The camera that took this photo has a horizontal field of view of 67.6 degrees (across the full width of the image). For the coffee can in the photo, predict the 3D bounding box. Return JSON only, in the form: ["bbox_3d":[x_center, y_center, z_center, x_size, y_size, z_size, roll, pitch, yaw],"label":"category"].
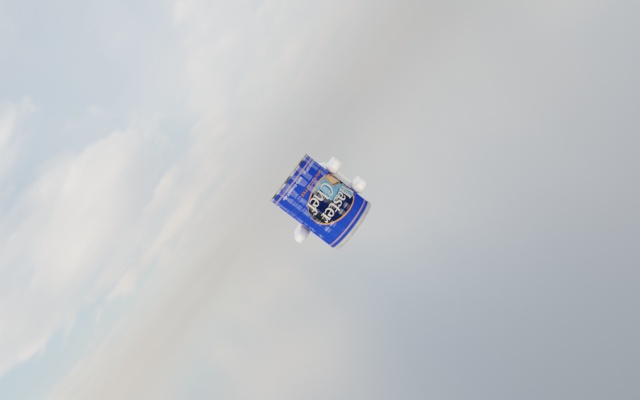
[{"bbox_3d":[0.000,0.003,0.817,0.140,0.103,0.103,37,-4,-5],"label":"coffee can"}]
